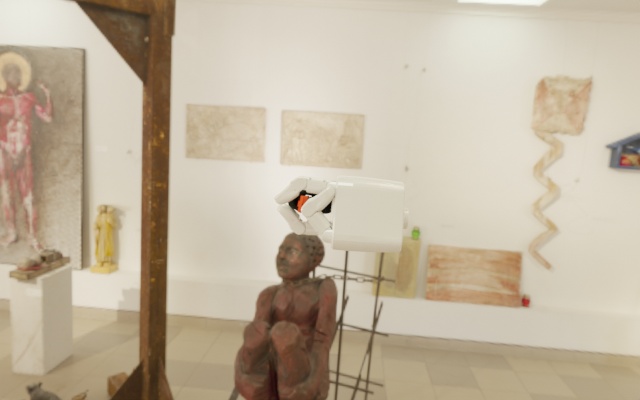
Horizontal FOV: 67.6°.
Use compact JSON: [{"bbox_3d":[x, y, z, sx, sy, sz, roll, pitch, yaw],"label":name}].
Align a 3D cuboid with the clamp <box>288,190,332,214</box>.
[{"bbox_3d":[0.000,0.002,0.823,0.120,0.039,0.171,4,8,3],"label":"clamp"}]
